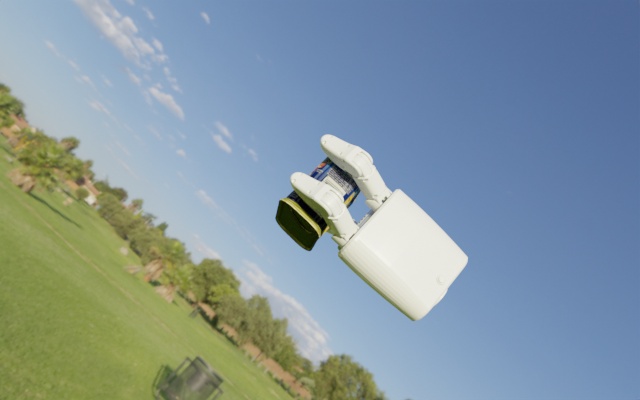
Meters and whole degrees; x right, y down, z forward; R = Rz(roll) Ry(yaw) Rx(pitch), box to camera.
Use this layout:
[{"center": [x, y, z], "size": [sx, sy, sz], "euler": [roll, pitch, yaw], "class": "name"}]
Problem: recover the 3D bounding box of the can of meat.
[{"center": [0.000, 0.002, 0.537], "size": [0.084, 0.057, 0.102], "euler": [-45, -6, -19], "class": "can of meat"}]
